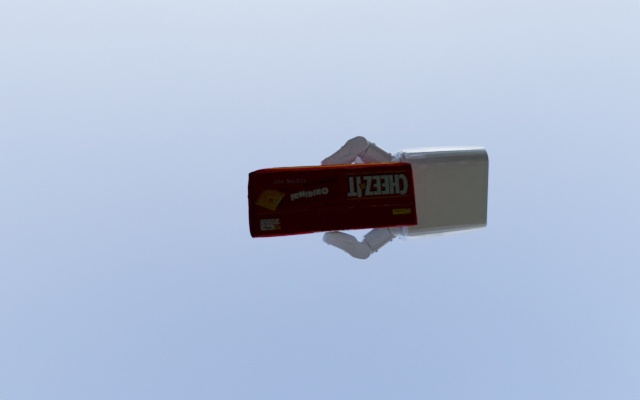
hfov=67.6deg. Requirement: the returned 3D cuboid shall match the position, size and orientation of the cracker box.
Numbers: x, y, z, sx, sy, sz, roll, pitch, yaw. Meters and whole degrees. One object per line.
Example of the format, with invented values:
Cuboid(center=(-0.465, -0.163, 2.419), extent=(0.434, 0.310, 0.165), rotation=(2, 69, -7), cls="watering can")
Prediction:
Cuboid(center=(0.000, 0.002, 0.559), extent=(0.164, 0.072, 0.214), rotation=(-4, -2, -7), cls="cracker box")
